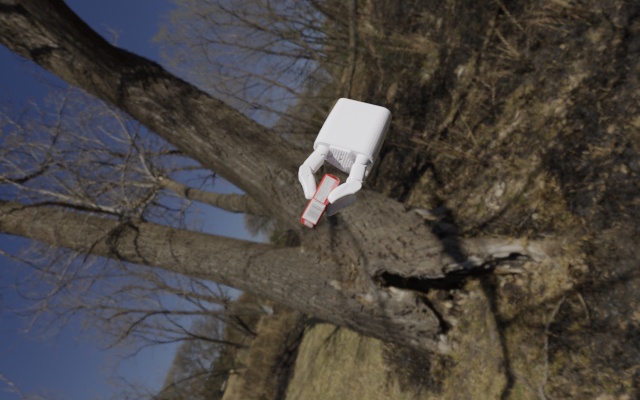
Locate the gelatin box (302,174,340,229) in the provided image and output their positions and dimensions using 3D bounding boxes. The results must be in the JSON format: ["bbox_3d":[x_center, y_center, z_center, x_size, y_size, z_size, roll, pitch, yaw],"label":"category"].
[{"bbox_3d":[0.000,0.003,0.829,0.030,0.089,0.073,29,-10,2],"label":"gelatin box"}]
